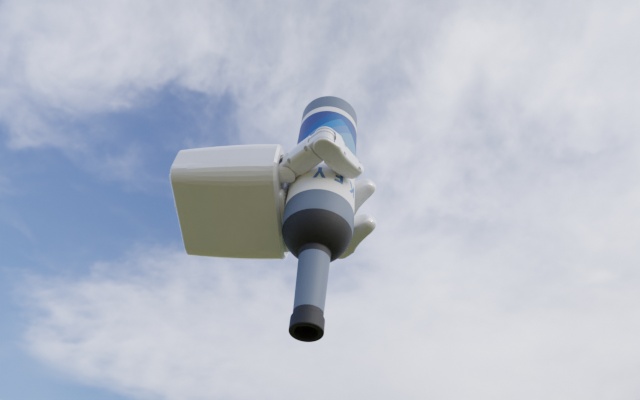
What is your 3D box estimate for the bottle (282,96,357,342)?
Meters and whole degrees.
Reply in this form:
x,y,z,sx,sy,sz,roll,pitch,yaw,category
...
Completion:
x,y,z,sx,sy,sz,roll,pitch,yaw,category
0.000,0.001,0.469,0.069,0.069,0.295,0,42,6,bottle
